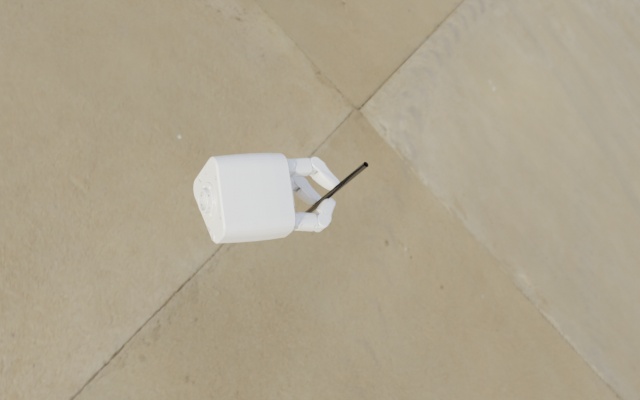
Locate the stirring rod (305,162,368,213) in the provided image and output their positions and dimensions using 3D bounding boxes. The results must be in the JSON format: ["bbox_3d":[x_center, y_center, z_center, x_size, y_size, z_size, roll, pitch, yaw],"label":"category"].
[{"bbox_3d":[0.000,0.002,0.731,0.011,0.011,0.240,0,-25,-34],"label":"stirring rod"}]
